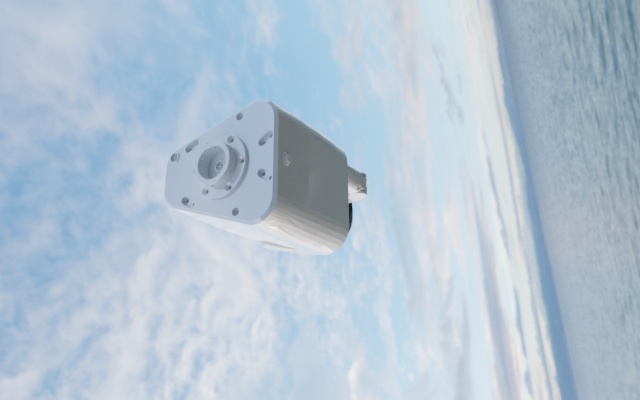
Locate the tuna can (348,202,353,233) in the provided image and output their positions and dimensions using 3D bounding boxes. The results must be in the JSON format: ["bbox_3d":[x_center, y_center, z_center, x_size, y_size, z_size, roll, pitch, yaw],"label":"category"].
[{"bbox_3d":[0.000,0.002,0.513,0.034,0.086,0.086,-14,-7,29],"label":"tuna can"}]
